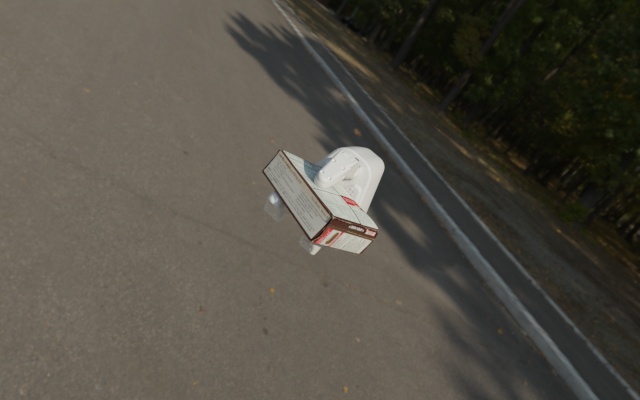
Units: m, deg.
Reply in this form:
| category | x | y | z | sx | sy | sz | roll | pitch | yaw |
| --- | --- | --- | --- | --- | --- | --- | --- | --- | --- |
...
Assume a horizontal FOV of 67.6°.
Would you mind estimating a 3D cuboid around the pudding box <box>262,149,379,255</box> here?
| category | x | y | z | sx | sy | sz | roll | pitch | yaw |
| --- | --- | --- | --- | --- | --- | --- | --- | --- | --- |
| pudding box | 0.000 | 0.002 | 0.510 | 0.090 | 0.039 | 0.113 | 18 | 26 | -50 |
